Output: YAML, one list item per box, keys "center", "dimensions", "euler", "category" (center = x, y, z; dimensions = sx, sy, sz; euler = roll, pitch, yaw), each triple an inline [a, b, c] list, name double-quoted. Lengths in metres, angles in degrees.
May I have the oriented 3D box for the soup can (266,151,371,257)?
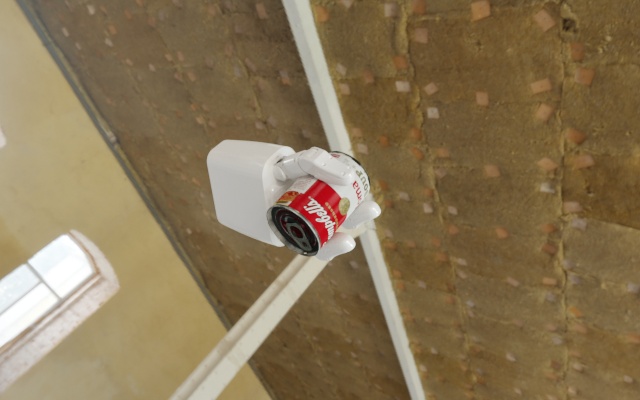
- center: [0.001, 0.002, 0.514]
  dimensions: [0.068, 0.068, 0.102]
  euler: [0, 37, 46]
  category: "soup can"
